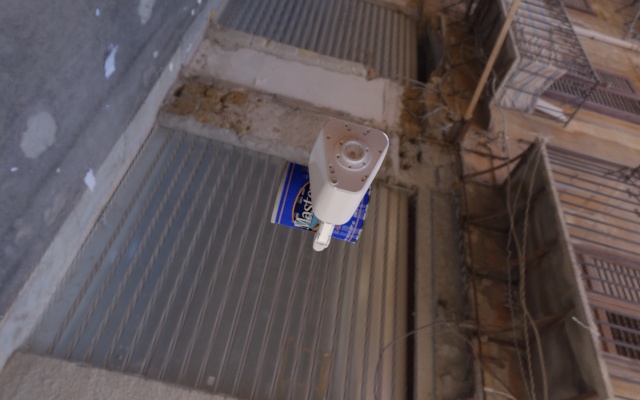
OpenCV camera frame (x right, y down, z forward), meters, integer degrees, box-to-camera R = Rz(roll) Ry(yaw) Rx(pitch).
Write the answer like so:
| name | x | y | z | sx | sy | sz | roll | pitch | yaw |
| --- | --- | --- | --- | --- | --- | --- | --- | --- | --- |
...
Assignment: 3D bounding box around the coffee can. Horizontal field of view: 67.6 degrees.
| name | x | y | z | sx | sy | sz | roll | pitch | yaw |
| --- | --- | --- | --- | --- | --- | --- | --- | --- | --- |
| coffee can | 0.000 | 0.003 | 0.768 | 0.140 | 0.103 | 0.103 | 14 | -1 | -4 |
